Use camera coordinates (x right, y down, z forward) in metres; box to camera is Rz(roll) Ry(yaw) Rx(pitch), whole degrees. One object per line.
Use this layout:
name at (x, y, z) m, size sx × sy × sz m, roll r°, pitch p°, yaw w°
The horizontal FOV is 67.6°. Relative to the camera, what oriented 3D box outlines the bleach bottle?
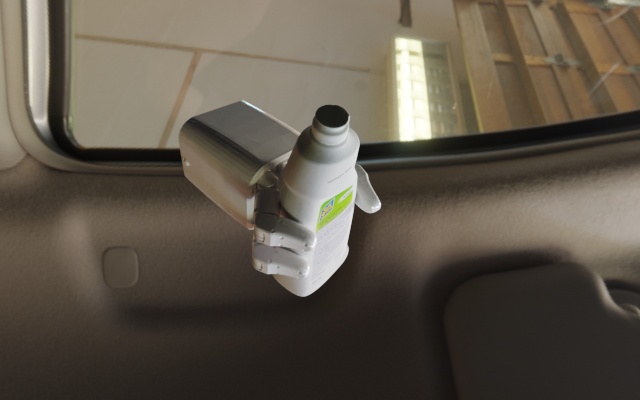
bleach bottle at (0.000, 0.002, 0.491) m, size 0.068 × 0.251 × 0.102 m, roll 35°, pitch 56°, yaw 17°
